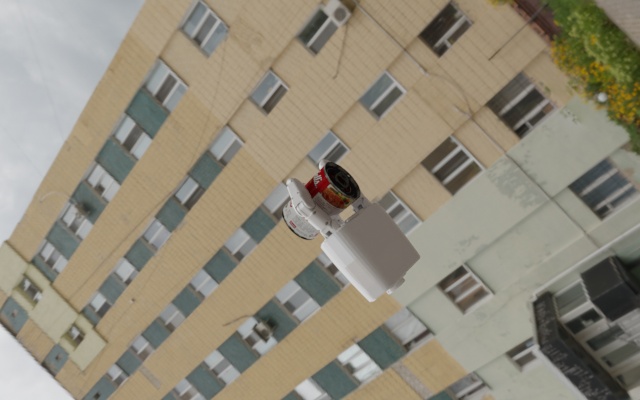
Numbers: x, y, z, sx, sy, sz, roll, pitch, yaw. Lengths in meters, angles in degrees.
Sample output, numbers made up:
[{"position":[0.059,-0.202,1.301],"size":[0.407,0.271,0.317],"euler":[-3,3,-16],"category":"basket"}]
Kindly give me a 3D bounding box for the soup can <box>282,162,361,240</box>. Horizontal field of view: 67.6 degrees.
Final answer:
[{"position":[0.000,0.002,0.698],"size":[0.102,0.068,0.068],"euler":[-44,-24,27],"category":"soup can"}]
